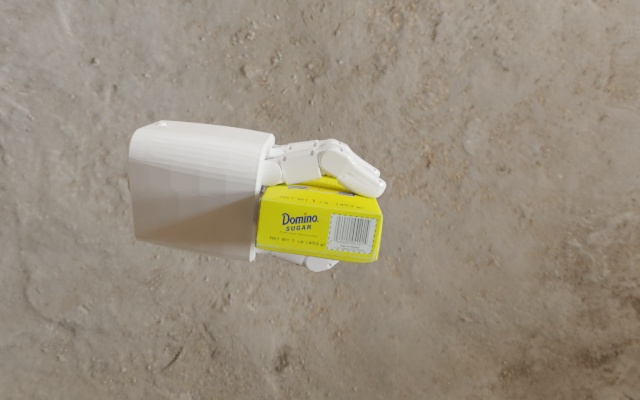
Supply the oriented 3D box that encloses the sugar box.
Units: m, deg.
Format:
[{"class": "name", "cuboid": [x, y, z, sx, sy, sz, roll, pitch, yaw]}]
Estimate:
[{"class": "sugar box", "cuboid": [0.000, 0.001, 0.433, 0.093, 0.048, 0.176, 8, 16, -2]}]
